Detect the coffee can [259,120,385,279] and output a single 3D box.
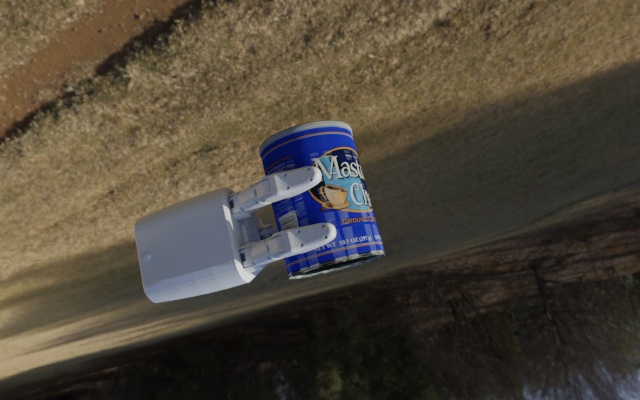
[{"bbox_3d":[0.000,0.001,0.501,0.103,0.140,0.103,-14,-12,-3],"label":"coffee can"}]
